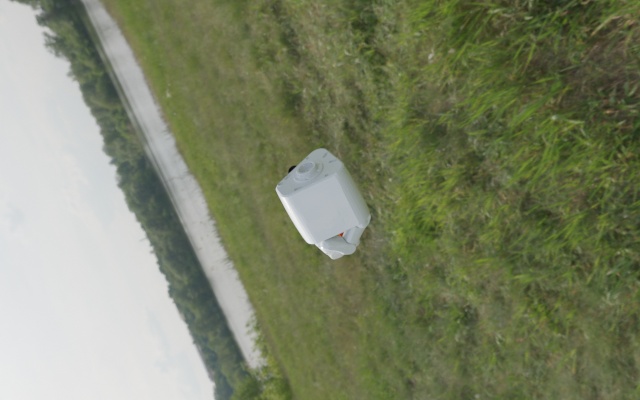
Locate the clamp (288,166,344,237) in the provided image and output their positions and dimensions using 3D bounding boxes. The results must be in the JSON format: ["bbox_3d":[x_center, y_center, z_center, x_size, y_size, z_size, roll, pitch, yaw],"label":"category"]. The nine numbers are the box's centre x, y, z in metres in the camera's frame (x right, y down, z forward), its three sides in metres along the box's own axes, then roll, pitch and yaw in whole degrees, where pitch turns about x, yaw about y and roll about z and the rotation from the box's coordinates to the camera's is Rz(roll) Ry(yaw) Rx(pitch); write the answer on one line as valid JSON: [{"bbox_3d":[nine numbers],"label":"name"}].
[{"bbox_3d":[0.000,0.003,0.865,0.120,0.039,0.171,44,-1,-35],"label":"clamp"}]
